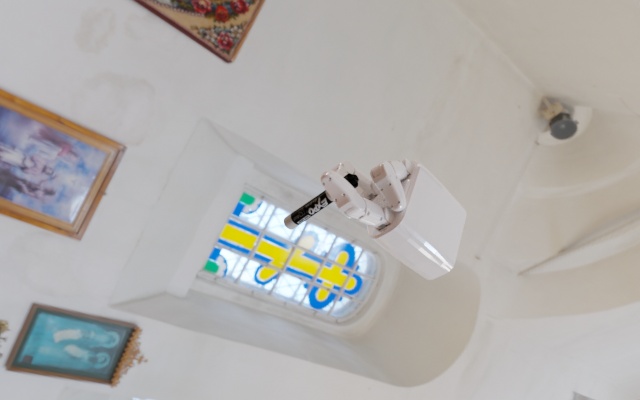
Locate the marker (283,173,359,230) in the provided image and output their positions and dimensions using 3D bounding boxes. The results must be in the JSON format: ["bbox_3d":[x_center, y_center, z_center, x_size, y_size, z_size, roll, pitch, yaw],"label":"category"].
[{"bbox_3d":[0.000,0.002,0.573,0.121,0.020,0.020,-34,-22,36],"label":"marker"}]
